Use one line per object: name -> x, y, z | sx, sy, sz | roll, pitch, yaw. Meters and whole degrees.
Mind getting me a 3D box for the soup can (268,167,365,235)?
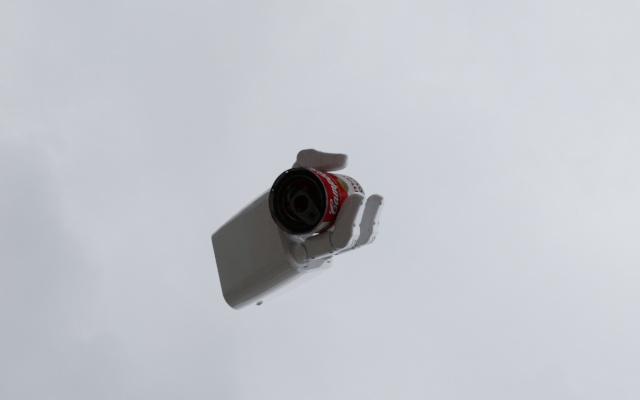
soup can -> 0.001, 0.001, 0.519 | 0.068, 0.068, 0.102 | 0, -1, 28
